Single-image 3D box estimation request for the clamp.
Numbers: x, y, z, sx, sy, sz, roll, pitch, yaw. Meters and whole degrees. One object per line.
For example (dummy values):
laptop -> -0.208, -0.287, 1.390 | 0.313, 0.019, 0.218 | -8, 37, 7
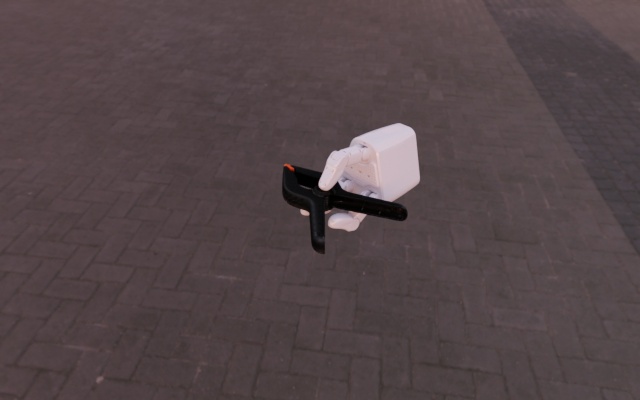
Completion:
clamp -> 0.000, 0.001, 0.708 | 0.164, 0.036, 0.210 | -23, 41, -39
